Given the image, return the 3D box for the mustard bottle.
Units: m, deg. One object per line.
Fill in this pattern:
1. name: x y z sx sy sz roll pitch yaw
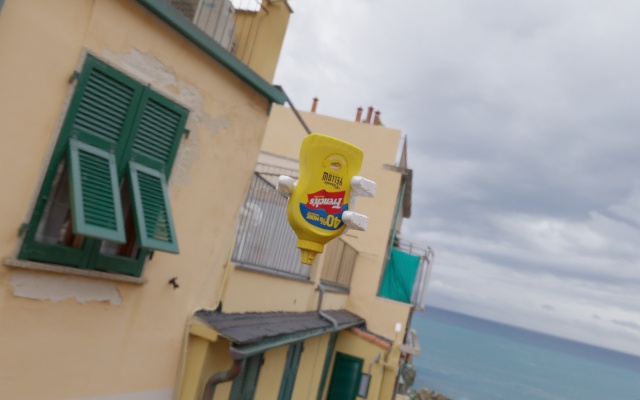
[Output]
1. mustard bottle: 0.000 0.002 0.722 0.096 0.191 0.058 17 -10 -23
